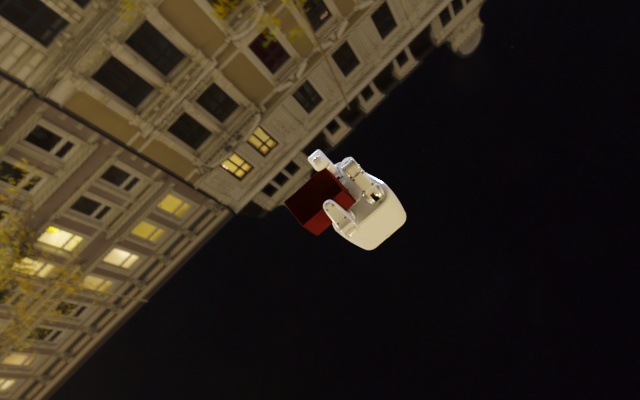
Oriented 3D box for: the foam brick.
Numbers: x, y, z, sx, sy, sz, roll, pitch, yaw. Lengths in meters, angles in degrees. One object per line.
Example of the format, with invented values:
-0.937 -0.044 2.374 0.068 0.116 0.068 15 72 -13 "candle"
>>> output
0.000 0.002 0.677 0.078 0.053 0.051 -41 -31 6 "foam brick"
